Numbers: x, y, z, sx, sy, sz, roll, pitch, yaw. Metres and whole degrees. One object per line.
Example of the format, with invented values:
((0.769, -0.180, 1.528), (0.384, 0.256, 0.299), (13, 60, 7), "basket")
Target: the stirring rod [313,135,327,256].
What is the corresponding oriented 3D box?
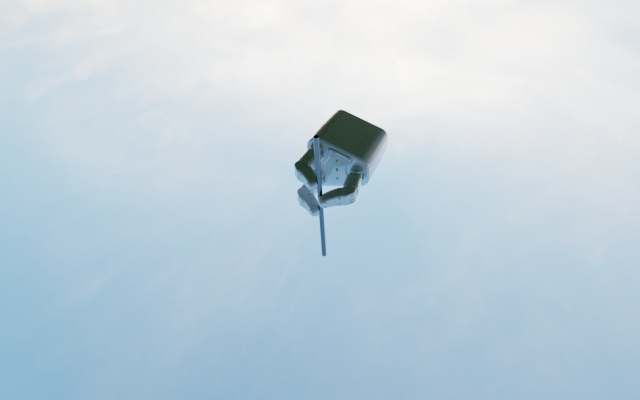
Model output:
((0.000, 0.002, 0.735), (0.011, 0.240, 0.011), (-2, 41, 2), "stirring rod")
